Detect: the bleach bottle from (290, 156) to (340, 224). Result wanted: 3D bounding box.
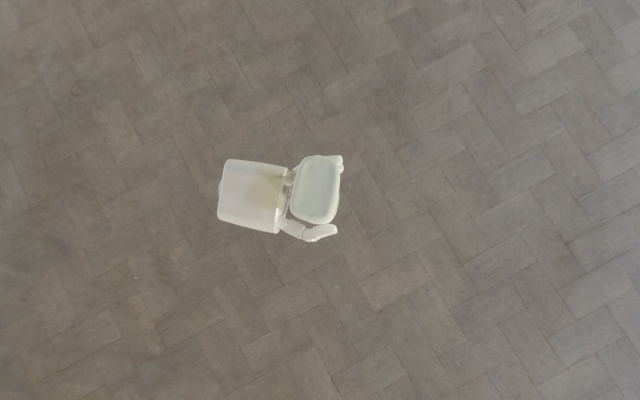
[{"bbox_3d":[0.000,0.003,0.825,0.068,0.102,0.251,11,-10,6],"label":"bleach bottle"}]
